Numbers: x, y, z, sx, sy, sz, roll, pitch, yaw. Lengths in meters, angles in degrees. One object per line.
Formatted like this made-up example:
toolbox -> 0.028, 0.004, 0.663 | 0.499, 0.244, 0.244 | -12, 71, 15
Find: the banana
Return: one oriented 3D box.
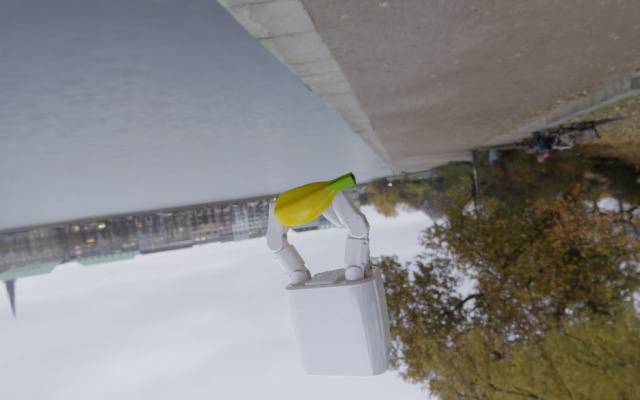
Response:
banana -> -0.017, 0.005, 0.511 | 0.069, 0.037, 0.198 | -13, -1, -12
